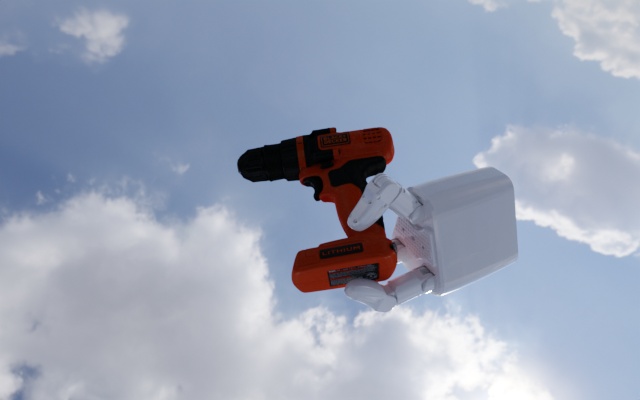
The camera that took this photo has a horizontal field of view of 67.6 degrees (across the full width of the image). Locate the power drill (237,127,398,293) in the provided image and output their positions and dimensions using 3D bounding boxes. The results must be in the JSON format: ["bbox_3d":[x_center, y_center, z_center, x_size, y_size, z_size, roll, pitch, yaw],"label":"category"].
[{"bbox_3d":[0.000,0.002,0.518,0.184,0.187,0.057,-10,-34,4],"label":"power drill"}]
